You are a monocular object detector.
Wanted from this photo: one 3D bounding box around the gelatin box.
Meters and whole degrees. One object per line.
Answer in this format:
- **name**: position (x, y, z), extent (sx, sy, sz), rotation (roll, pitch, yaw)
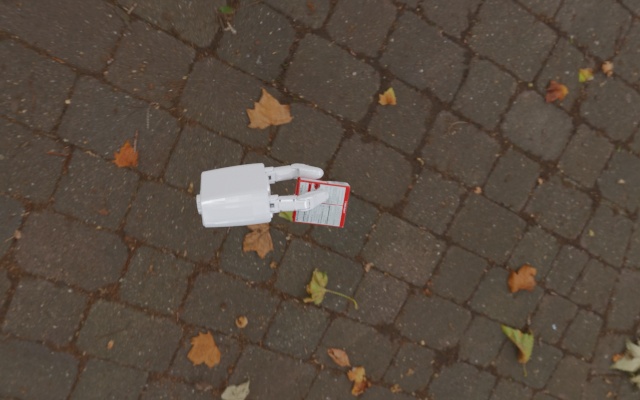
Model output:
- **gelatin box**: position (0.001, 0.003, 0.804), extent (0.089, 0.073, 0.030), rotation (7, 14, -7)
